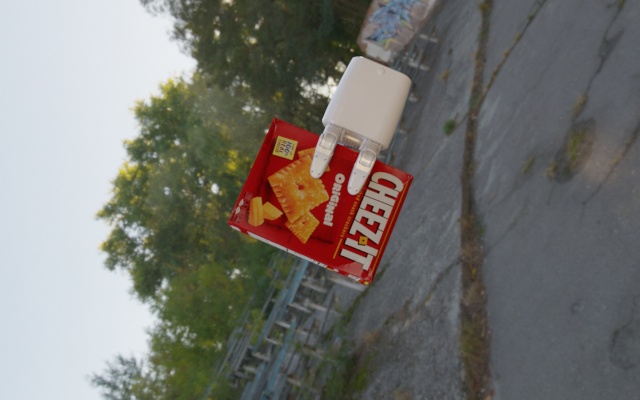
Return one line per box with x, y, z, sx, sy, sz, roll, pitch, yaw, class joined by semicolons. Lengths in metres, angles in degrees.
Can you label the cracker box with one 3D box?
0.000;0.002;0.673;0.213;0.164;0.072;23;-10;2;cracker box
